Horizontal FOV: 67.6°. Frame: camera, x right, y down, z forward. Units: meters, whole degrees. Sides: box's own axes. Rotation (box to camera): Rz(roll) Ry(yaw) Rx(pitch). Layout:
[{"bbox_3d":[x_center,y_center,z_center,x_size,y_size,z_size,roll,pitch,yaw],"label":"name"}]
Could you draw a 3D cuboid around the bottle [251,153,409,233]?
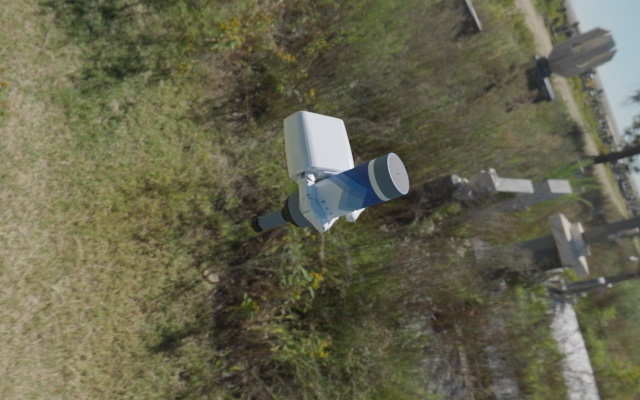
[{"bbox_3d":[0.000,0.003,0.796,0.296,0.069,0.069,-20,-11,31],"label":"bottle"}]
